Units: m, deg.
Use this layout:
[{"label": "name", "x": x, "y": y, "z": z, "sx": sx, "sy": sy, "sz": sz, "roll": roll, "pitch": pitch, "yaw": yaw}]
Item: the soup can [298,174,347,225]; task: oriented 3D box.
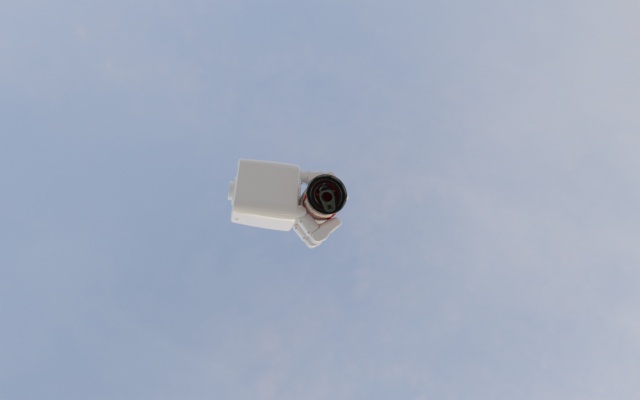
[{"label": "soup can", "x": 0.001, "y": 0.003, "z": 0.814, "sx": 0.068, "sy": 0.068, "sz": 0.102, "roll": 0, "pitch": -15, "yaw": -12}]
